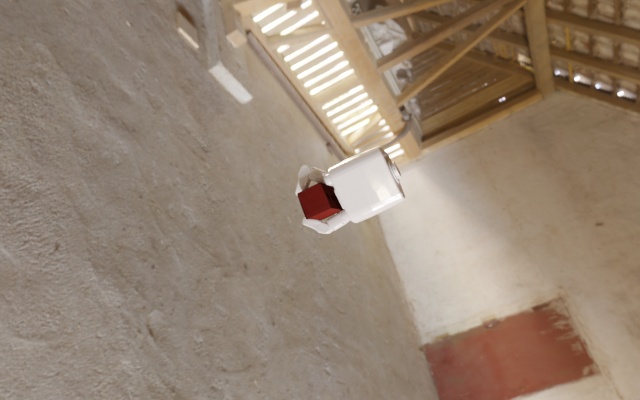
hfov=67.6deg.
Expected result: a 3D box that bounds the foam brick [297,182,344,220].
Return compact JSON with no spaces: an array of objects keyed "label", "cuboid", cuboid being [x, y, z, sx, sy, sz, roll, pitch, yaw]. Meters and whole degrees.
[{"label":"foam brick","cuboid":[0.000,0.003,0.883,0.051,0.053,0.078,-25,-11,17]}]
